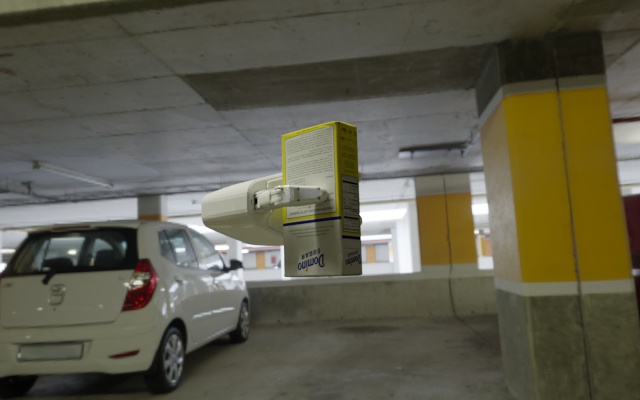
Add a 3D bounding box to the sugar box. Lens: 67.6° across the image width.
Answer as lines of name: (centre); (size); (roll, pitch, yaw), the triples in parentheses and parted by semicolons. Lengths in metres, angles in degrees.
sugar box: (0.000, 0.002, 0.567); (0.093, 0.176, 0.048); (-8, -9, 41)
